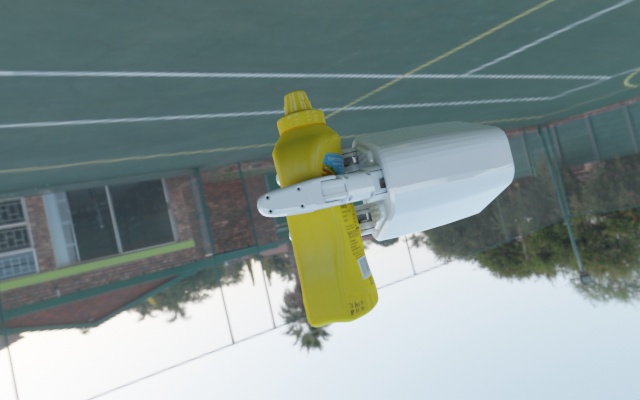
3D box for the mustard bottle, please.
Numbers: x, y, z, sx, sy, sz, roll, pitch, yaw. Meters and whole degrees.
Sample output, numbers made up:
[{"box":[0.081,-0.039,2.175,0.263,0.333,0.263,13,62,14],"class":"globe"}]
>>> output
[{"box":[0.000,0.002,0.404,0.058,0.191,0.096,-14,-3,18],"class":"mustard bottle"}]
